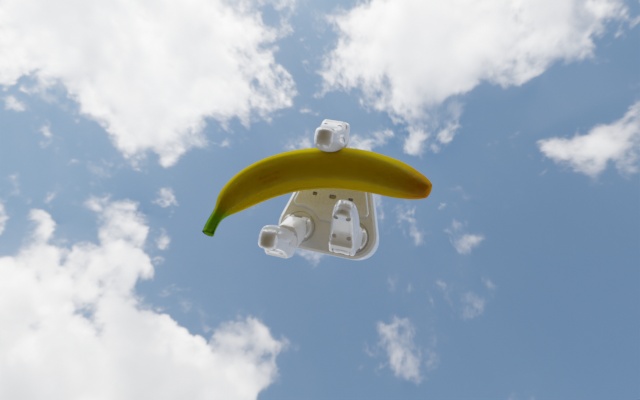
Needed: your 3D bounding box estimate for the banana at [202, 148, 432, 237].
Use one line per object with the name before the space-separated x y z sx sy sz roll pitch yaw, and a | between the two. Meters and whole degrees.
banana | -0.006 -0.015 0.420 0.198 0.069 0.037 -11 -20 5
